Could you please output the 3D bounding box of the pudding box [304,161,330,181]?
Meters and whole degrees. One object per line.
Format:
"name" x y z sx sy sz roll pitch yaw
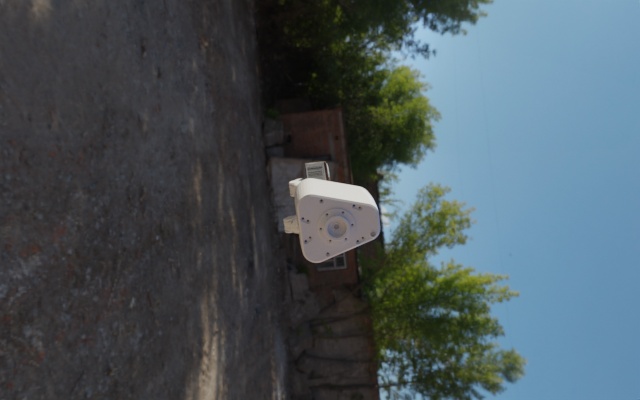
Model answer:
"pudding box" 0.000 0.003 0.791 0.039 0.113 0.090 -6 -16 0
